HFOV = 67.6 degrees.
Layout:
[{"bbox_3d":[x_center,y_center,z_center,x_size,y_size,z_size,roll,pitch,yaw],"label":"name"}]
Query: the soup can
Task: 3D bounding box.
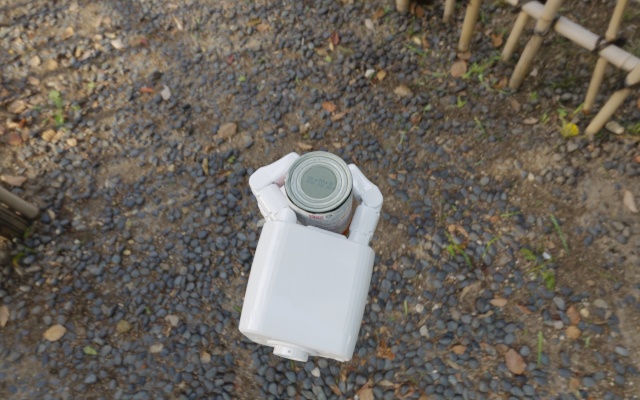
[{"bbox_3d":[0.000,0.001,0.500,0.068,0.068,0.102,0,-24,3],"label":"soup can"}]
